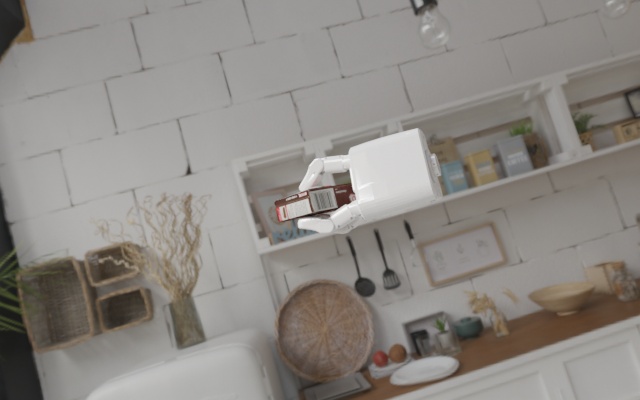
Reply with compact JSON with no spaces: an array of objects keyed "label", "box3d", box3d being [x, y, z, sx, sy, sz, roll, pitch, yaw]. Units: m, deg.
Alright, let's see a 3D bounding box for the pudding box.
[{"label":"pudding box","box3d":[0.000,0.002,0.737,0.113,0.039,0.090,-7,-7,-41]}]
